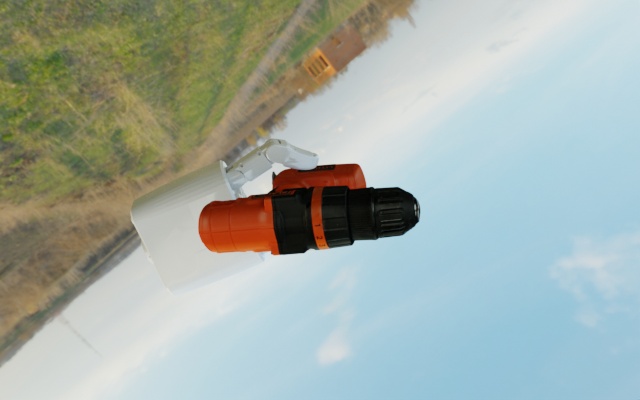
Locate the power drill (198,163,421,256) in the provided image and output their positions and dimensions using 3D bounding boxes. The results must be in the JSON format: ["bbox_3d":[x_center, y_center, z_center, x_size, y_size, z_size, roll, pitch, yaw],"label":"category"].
[{"bbox_3d":[0.000,0.001,0.459,0.184,0.057,0.187,-4,9,11],"label":"power drill"}]
